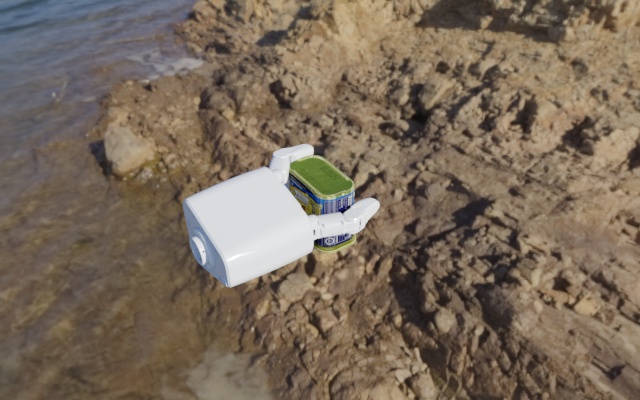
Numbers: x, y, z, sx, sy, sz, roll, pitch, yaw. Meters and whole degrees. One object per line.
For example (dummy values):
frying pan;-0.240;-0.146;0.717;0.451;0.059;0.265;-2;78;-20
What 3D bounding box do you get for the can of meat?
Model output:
can of meat;0.000;0.002;0.601;0.057;0.084;0.102;-21;39;-25
